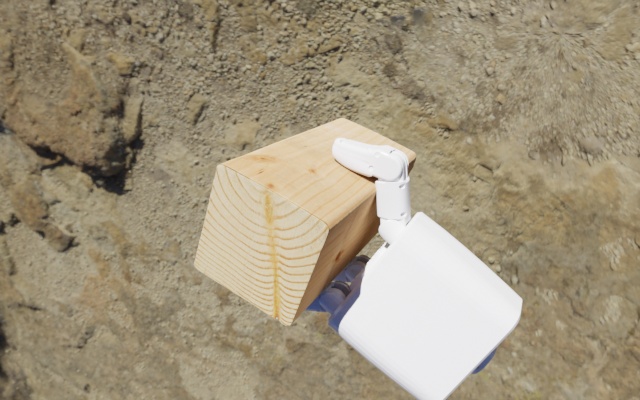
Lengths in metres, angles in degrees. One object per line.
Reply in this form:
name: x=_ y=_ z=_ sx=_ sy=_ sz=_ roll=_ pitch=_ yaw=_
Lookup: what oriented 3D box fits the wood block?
wood block: x=0.000 y=0.001 z=0.410 sx=0.090 sy=0.091 sz=0.206 roll=29 pitch=28 yaw=15
